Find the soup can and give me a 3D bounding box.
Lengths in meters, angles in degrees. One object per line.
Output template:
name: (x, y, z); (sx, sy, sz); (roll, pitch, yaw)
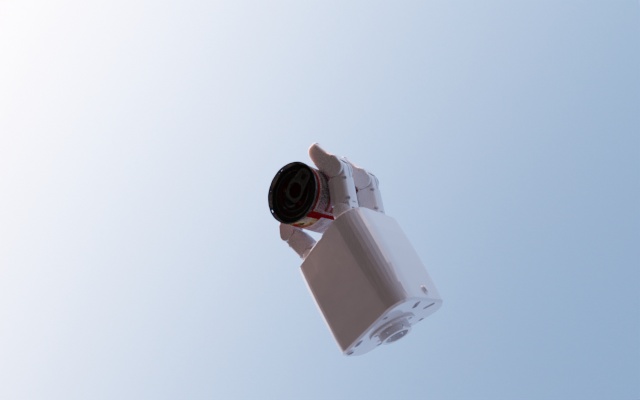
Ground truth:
soup can: (0.000, 0.002, 0.539); (0.068, 0.068, 0.102); (0, -12, 39)
